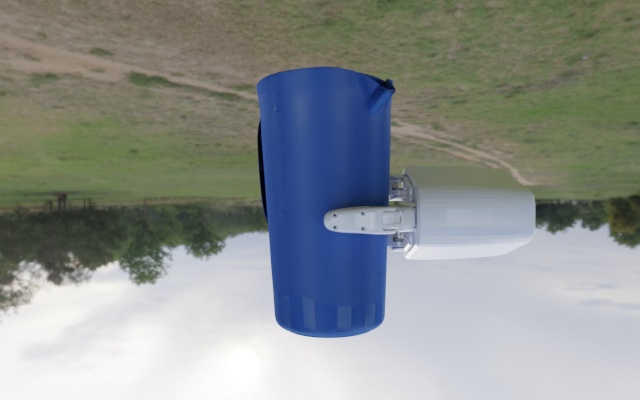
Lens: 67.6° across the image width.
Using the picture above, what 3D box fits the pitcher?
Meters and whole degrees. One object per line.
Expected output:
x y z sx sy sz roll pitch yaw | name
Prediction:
0.000 0.002 0.476 0.145 0.243 0.149 -1 0 2 | pitcher
